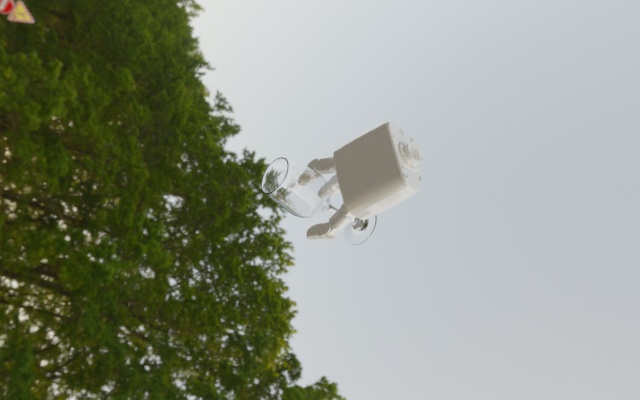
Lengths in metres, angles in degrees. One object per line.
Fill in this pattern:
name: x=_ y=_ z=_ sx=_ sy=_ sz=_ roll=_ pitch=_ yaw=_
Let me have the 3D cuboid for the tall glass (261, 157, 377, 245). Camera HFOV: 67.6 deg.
tall glass: x=0.000 y=0.003 z=0.773 sx=0.201 sy=0.079 sz=0.079 roll=30 pitch=-19 yaw=-36
